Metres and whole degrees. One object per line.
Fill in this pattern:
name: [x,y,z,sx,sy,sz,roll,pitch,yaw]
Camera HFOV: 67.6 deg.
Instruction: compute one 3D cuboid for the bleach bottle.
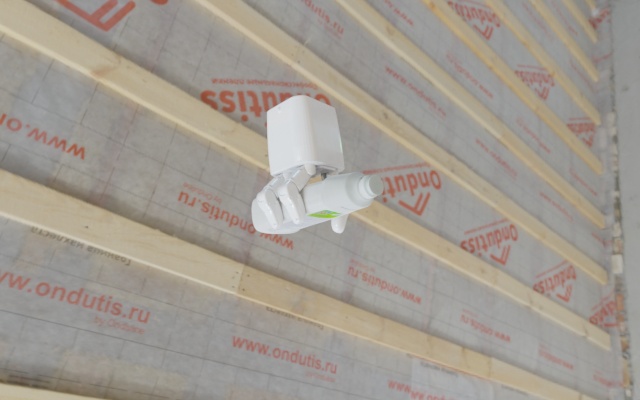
bleach bottle: [0.000,0.002,0.730,0.102,0.068,0.251,1,-11,-41]
